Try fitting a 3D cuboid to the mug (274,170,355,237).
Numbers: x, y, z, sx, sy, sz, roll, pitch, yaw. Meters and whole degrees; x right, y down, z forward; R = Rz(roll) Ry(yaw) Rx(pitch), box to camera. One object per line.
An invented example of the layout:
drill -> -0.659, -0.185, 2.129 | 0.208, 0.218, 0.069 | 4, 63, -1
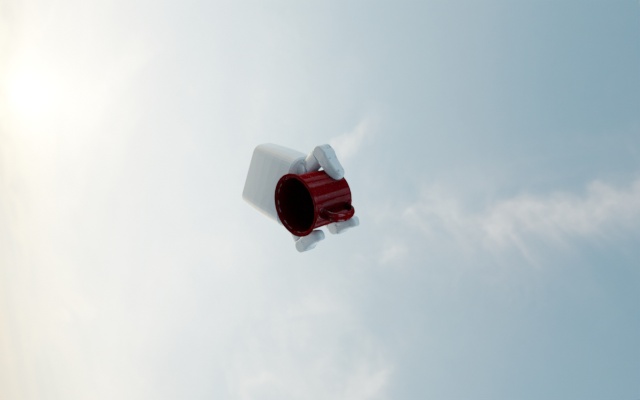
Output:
mug -> 0.001, 0.003, 0.696 | 0.081, 0.093, 0.117 | -16, 28, -41
